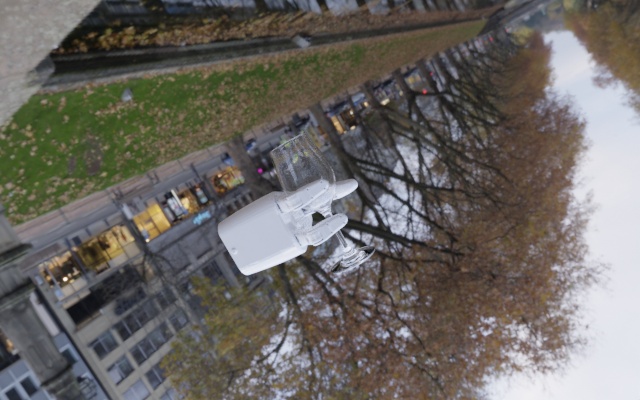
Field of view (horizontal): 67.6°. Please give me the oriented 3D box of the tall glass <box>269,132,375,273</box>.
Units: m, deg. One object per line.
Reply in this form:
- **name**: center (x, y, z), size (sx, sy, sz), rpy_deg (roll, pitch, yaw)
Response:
- **tall glass**: center (0.001, 0.003, 0.698), size (0.079, 0.201, 0.079), rpy_deg (-28, 7, 4)
